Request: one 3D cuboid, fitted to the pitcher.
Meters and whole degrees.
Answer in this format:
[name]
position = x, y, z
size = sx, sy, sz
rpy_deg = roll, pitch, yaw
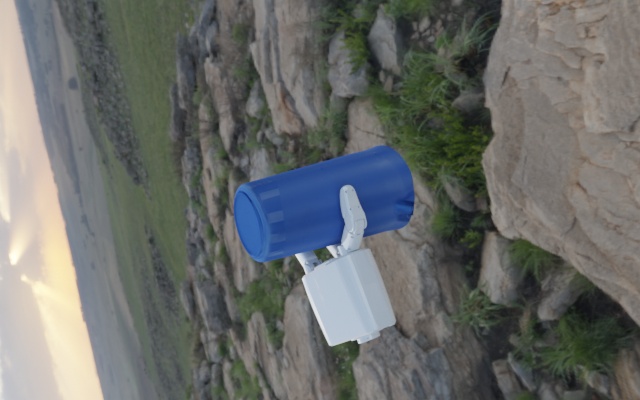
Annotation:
[pitcher]
position = 0.000, 0.002, 0.693
size = 0.243, 0.145, 0.149
rpy_deg = -14, -16, -29
